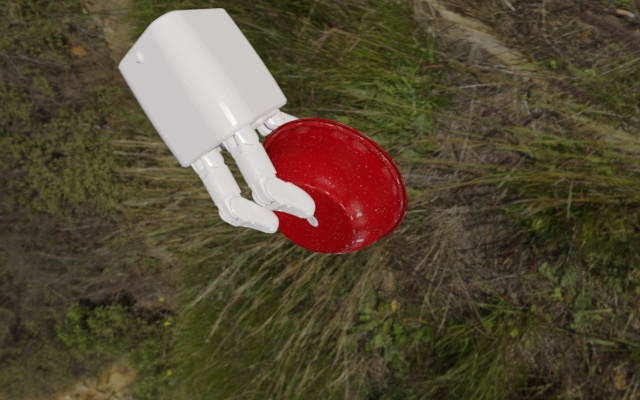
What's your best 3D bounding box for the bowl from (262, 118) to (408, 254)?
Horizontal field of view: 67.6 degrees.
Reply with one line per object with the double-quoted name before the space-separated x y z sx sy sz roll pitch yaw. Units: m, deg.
"bowl" 0.001 0.003 0.470 0.162 0.162 0.055 0 40 30
